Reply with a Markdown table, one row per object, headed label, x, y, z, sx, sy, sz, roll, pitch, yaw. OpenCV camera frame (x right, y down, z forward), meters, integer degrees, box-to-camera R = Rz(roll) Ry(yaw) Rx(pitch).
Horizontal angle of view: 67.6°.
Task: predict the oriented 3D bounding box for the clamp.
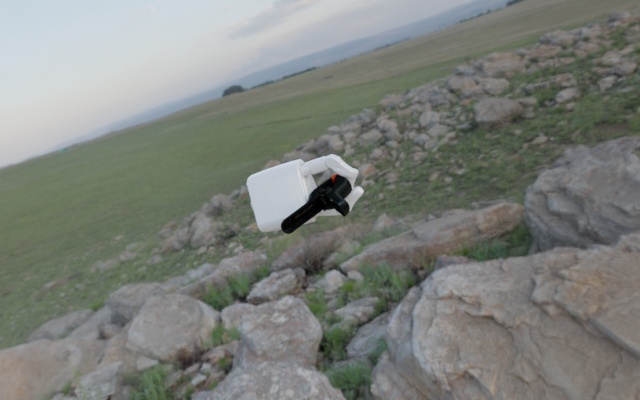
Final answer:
| label | x | y | z | sx | sy | sz | roll | pitch | yaw |
| --- | --- | --- | --- | --- | --- | --- | --- | --- | --- |
| clamp | 0.000 | 0.002 | 0.808 | 0.120 | 0.039 | 0.171 | -15 | 16 | 15 |
